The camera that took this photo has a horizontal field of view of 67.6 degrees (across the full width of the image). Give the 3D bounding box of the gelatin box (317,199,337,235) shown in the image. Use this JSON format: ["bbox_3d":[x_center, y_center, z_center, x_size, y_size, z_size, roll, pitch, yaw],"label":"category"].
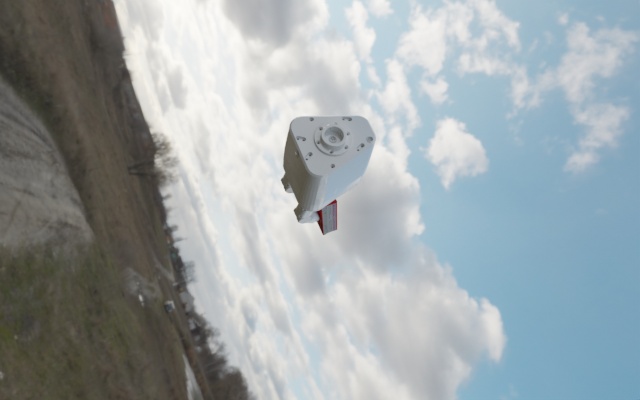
[{"bbox_3d":[0.001,0.003,0.777,0.030,0.073,0.089,-21,-32,-10],"label":"gelatin box"}]
